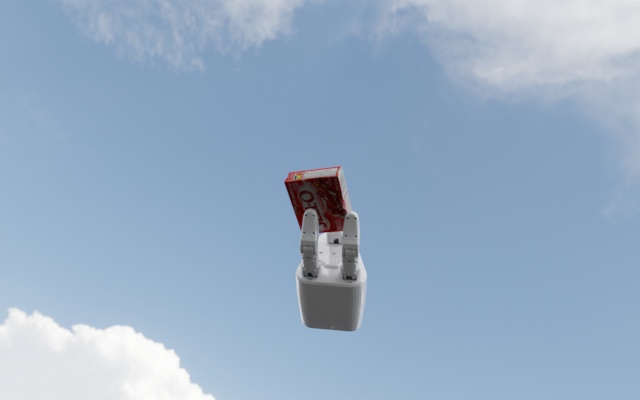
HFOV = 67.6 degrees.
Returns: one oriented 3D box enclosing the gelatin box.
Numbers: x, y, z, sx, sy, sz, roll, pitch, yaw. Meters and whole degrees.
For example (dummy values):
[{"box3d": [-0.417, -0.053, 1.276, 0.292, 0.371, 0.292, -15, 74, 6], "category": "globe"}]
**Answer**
[{"box3d": [0.000, 0.002, 0.634, 0.073, 0.089, 0.030, -5, 32, 17], "category": "gelatin box"}]
